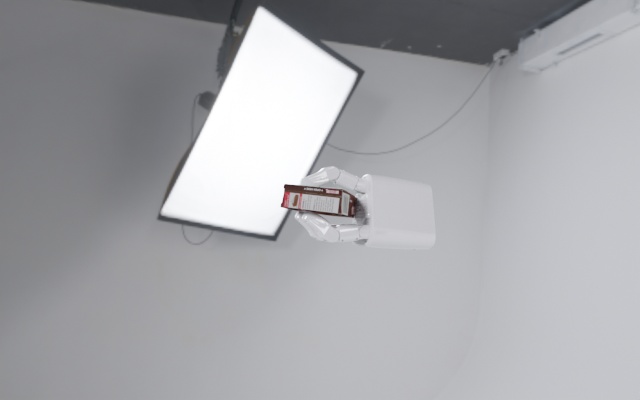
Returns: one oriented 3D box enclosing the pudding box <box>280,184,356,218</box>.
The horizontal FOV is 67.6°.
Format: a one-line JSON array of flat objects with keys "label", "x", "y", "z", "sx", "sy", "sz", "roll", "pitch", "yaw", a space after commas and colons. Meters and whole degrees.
[{"label": "pudding box", "x": 0.000, "y": 0.002, "z": 0.712, "sx": 0.090, "sy": 0.039, "sz": 0.113, "roll": 5, "pitch": -5, "yaw": 13}]
